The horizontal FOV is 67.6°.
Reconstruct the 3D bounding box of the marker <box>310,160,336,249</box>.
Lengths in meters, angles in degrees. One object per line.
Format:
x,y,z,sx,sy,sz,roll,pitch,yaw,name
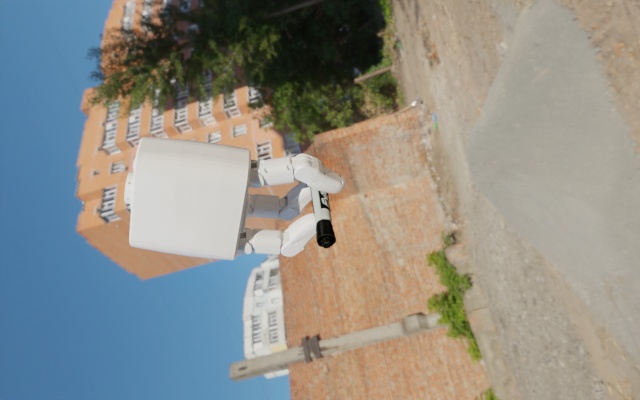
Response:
0.000,0.002,0.493,0.020,0.020,0.121,0,43,-7,marker
